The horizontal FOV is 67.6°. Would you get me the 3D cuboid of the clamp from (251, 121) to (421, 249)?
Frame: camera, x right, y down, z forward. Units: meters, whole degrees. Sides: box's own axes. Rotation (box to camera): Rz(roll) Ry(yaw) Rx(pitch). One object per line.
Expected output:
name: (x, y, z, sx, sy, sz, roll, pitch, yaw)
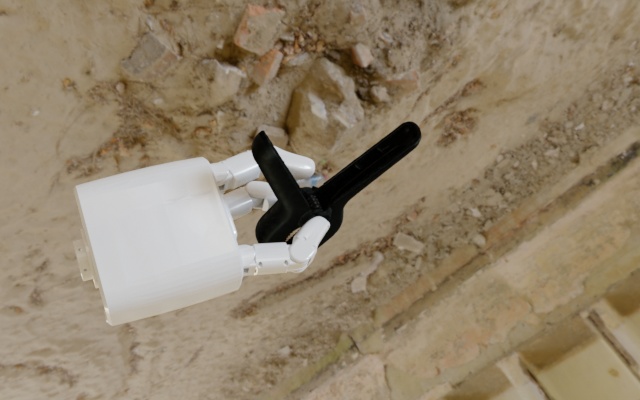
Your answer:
clamp: (0.000, 0.003, 0.463, 0.164, 0.036, 0.210, -12, -33, -25)
